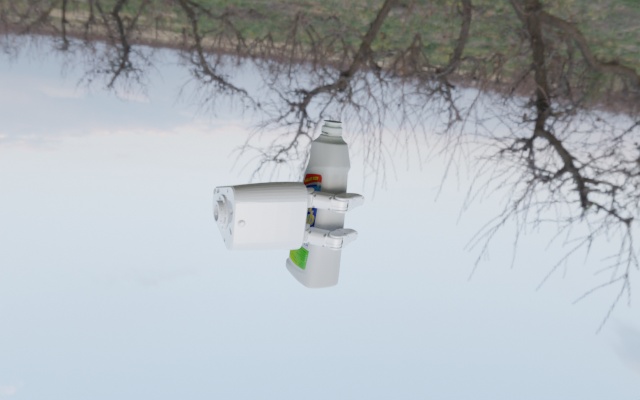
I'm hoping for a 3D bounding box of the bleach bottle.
[{"bbox_3d":[0.000,0.002,0.733,0.068,0.251,0.102,-1,18,-26],"label":"bleach bottle"}]
